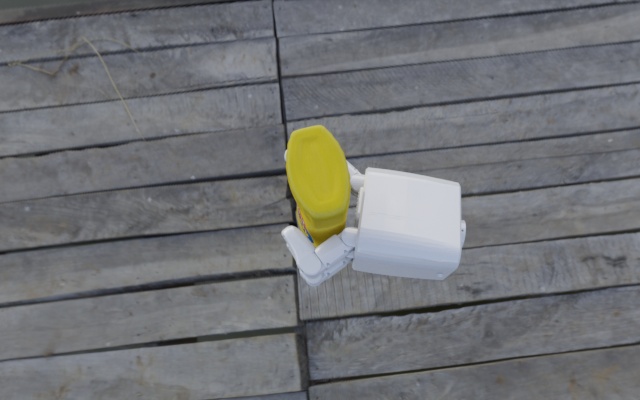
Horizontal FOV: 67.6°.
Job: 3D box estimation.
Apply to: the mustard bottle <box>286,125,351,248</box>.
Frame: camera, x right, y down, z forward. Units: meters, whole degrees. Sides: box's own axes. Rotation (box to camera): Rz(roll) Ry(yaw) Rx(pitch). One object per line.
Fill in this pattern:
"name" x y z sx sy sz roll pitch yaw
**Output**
"mustard bottle" 0.000 0.002 0.529 0.058 0.096 0.192 -15 -19 -4
